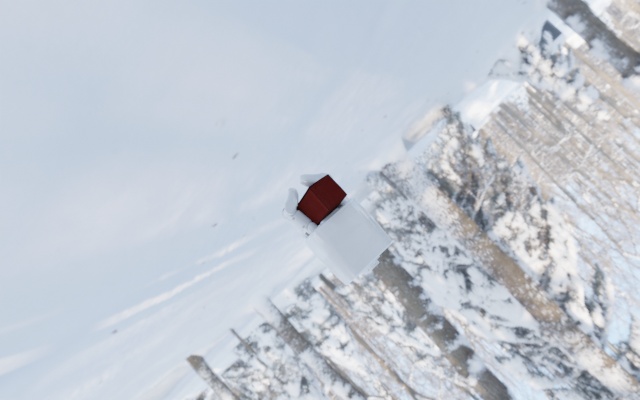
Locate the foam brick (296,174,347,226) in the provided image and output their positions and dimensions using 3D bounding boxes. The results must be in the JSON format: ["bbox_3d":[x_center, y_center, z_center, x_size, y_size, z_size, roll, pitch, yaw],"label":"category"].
[{"bbox_3d":[0.000,0.003,0.823,0.053,0.051,0.078,-37,-10,-36],"label":"foam brick"}]
